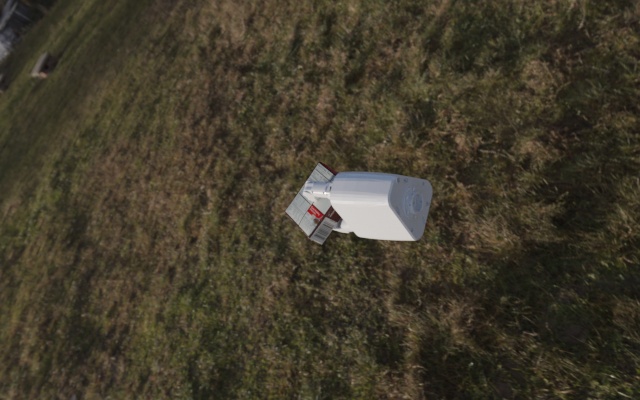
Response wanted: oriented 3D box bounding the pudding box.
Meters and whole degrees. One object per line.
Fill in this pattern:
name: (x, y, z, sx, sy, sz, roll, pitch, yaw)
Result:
pudding box: (0.000, 0.003, 0.808, 0.039, 0.113, 0.090, 30, 9, -43)
